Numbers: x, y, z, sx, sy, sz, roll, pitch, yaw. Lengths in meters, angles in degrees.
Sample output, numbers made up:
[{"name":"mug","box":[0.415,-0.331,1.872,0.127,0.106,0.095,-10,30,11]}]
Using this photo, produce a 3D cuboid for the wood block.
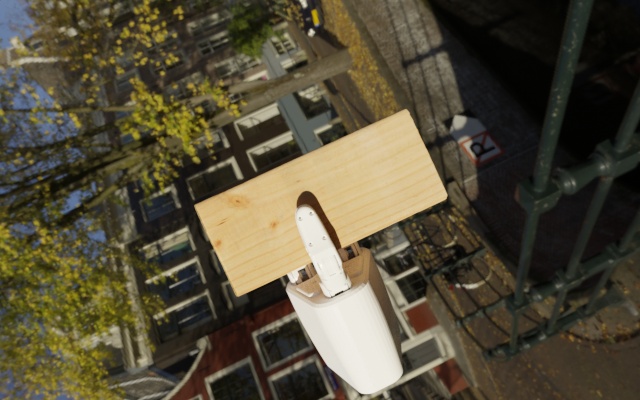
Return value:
[{"name":"wood block","box":[0.000,0.002,0.459,0.206,0.090,0.091,-25,0,-4]}]
